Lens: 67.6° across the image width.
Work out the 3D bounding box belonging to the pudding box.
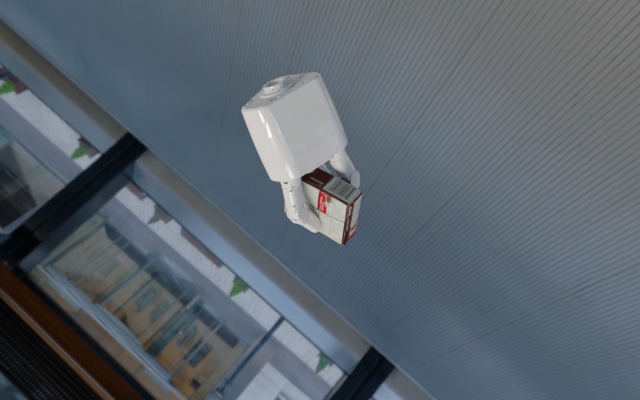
[{"bbox_3d":[0.000,0.002,0.687,0.113,0.090,0.039,30,52,22],"label":"pudding box"}]
